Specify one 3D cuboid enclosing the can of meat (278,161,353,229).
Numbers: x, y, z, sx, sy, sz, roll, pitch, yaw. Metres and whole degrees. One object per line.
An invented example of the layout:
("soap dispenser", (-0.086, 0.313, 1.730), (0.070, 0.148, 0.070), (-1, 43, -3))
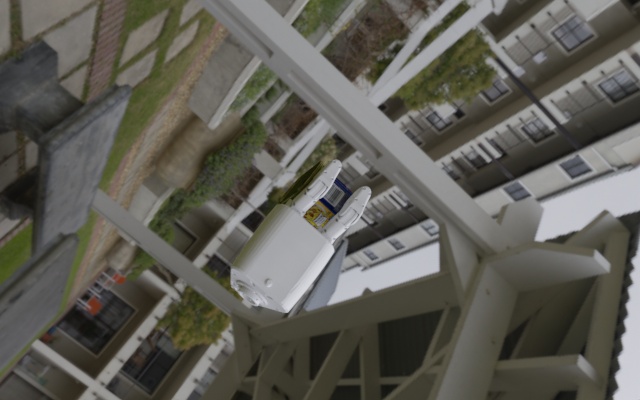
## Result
("can of meat", (0.000, 0.002, 0.676), (0.084, 0.057, 0.102), (42, -30, -9))
